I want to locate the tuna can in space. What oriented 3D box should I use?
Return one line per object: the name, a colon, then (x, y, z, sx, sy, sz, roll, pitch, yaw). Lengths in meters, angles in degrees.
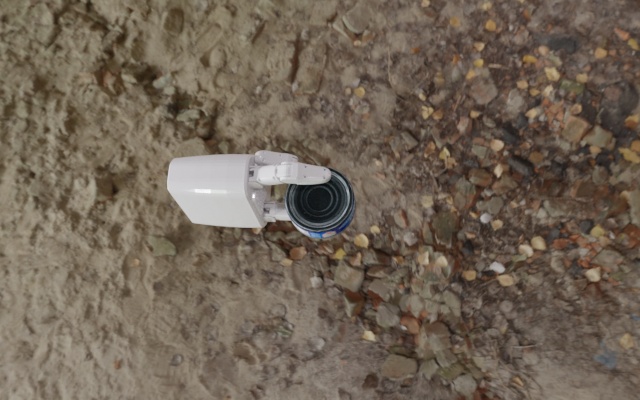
tuna can: (0.000, 0.002, 0.585, 0.086, 0.086, 0.034, 0, -17, 7)
